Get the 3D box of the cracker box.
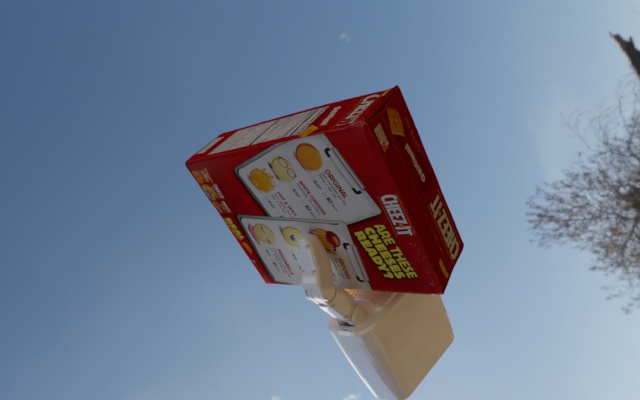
[{"bbox_3d":[0.000,0.002,0.440,0.214,0.164,0.072,-6,33,40],"label":"cracker box"}]
